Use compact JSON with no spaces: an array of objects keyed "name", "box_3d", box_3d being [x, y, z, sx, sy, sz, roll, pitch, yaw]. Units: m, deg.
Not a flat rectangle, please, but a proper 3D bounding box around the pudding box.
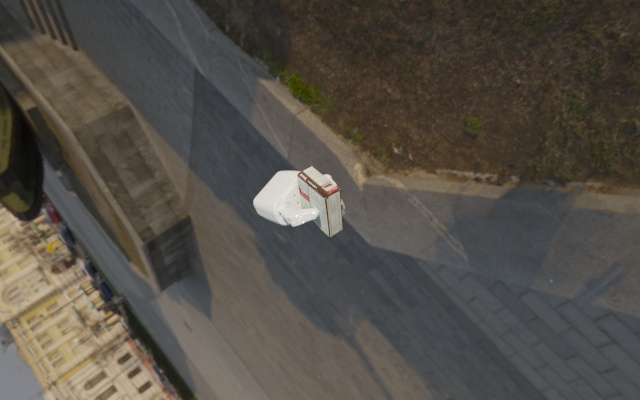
[{"name":"pudding box","box_3d":[0.000,0.003,0.900,0.039,0.114,0.090,-34,52,-22]}]
